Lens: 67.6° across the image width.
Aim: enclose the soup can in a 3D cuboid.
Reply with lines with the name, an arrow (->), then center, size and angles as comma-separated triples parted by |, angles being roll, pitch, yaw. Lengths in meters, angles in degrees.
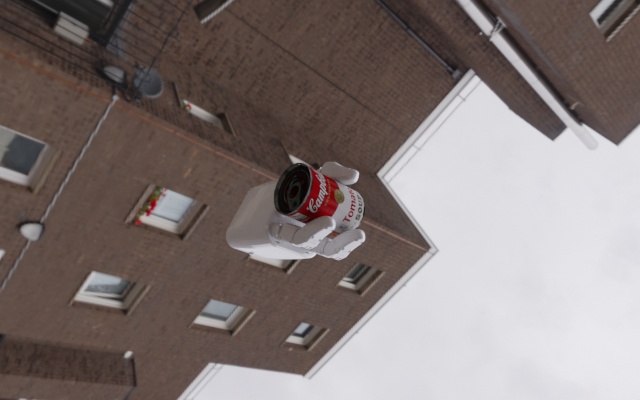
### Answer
soup can -> 0.001, 0.002, 0.612 | 0.102, 0.068, 0.068 | 25, -17, -39
